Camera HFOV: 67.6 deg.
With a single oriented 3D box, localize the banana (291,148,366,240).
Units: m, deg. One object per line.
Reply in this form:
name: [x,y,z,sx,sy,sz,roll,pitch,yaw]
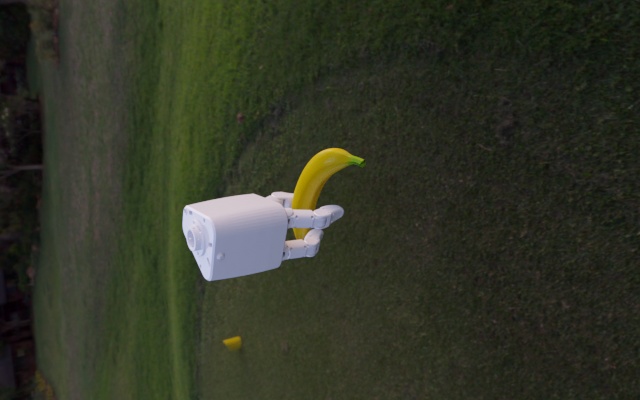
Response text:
banana: [-0.007,-0.014,0.709,0.037,0.069,0.198,-11,-31,-38]
